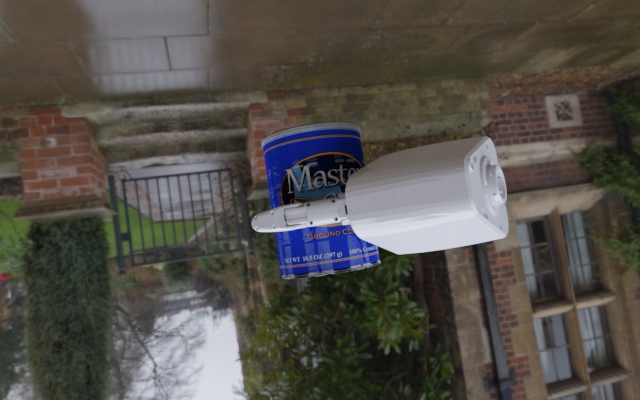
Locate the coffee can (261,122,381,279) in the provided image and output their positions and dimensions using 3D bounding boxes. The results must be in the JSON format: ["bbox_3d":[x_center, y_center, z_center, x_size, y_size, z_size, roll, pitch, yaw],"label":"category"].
[{"bbox_3d":[0.000,0.001,0.487,0.103,0.140,0.103,-8,-4,-1],"label":"coffee can"}]
